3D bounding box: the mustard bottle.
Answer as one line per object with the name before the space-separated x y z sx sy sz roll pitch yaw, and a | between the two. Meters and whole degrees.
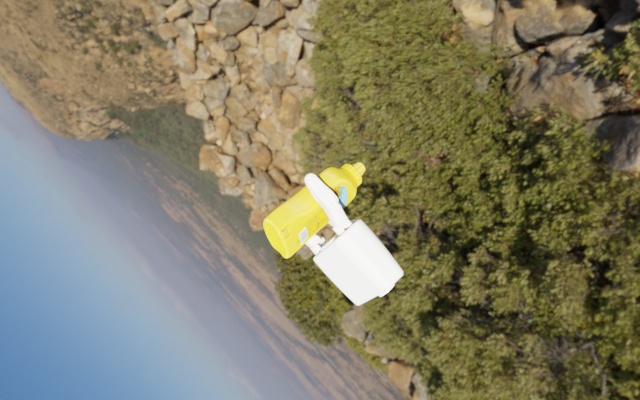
mustard bottle | 0.000 0.002 0.750 0.058 0.191 0.096 39 -22 27
